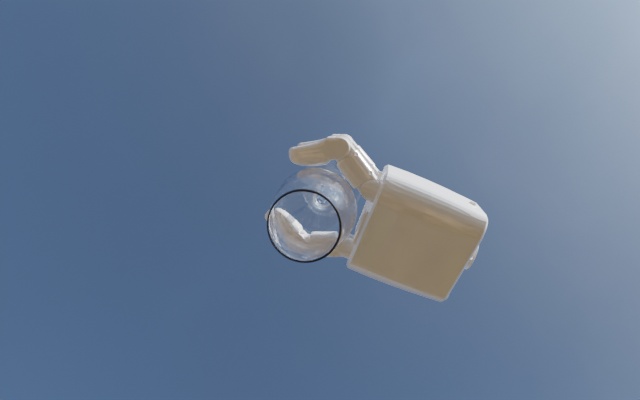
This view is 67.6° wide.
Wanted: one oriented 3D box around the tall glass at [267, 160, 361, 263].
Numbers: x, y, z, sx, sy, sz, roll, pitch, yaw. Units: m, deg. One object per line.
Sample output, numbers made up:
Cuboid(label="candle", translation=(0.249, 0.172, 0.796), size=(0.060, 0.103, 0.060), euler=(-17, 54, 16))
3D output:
Cuboid(label="tall glass", translation=(0.000, 0.001, 0.480), size=(0.079, 0.079, 0.201), euler=(0, 11, 8))
